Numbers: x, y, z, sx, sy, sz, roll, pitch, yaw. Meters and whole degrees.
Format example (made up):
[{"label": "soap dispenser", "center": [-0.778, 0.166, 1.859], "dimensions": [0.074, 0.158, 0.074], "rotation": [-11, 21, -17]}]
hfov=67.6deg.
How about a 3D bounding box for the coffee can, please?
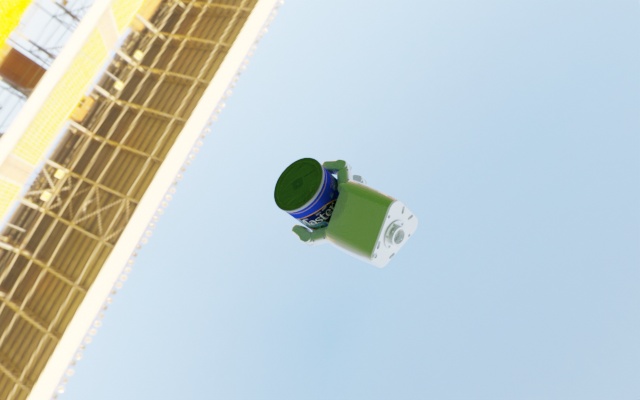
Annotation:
[{"label": "coffee can", "center": [0.000, 0.003, 0.847], "dimensions": [0.103, 0.102, 0.140], "rotation": [0, -27, 39]}]
